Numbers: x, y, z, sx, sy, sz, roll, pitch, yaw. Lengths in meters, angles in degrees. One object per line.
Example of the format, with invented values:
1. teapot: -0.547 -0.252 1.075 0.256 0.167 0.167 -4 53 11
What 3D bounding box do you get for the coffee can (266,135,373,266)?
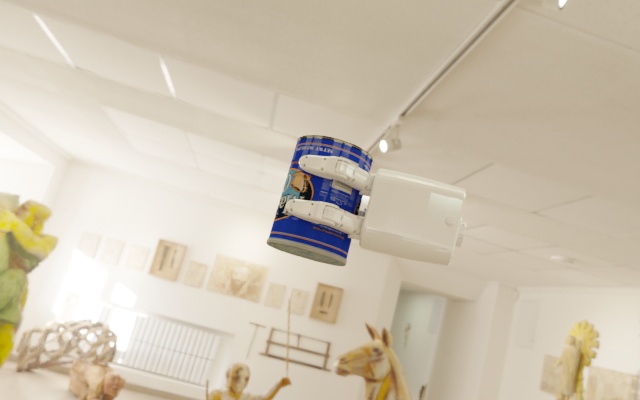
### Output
1. coffee can: 0.000 0.002 0.606 0.103 0.140 0.103 15 -12 3
